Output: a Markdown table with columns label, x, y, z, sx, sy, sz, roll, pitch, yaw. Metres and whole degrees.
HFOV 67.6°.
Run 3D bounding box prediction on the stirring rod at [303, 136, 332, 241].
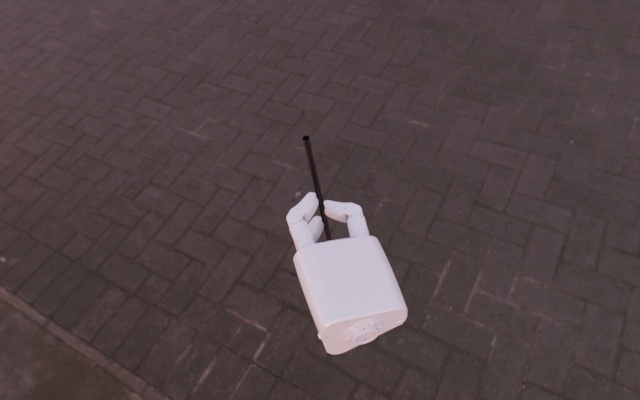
| label | x | y | z | sx | sy | sz | roll | pitch | yaw |
| --- | --- | --- | --- | --- | --- | --- | --- | --- | --- |
| stirring rod | 0.000 | 0.002 | 0.645 | 0.011 | 0.011 | 0.240 | 0 | -38 | 10 |
